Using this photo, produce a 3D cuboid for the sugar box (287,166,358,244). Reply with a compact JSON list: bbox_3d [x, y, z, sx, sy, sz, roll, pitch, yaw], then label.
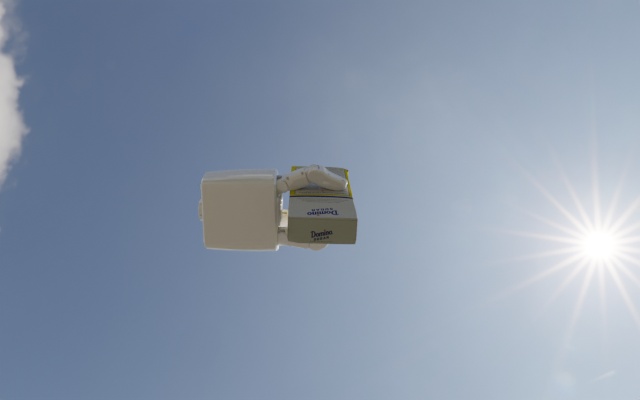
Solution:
[{"bbox_3d":[0.000,0.003,0.696,0.093,0.048,0.176,2,28,-2],"label":"sugar box"}]
